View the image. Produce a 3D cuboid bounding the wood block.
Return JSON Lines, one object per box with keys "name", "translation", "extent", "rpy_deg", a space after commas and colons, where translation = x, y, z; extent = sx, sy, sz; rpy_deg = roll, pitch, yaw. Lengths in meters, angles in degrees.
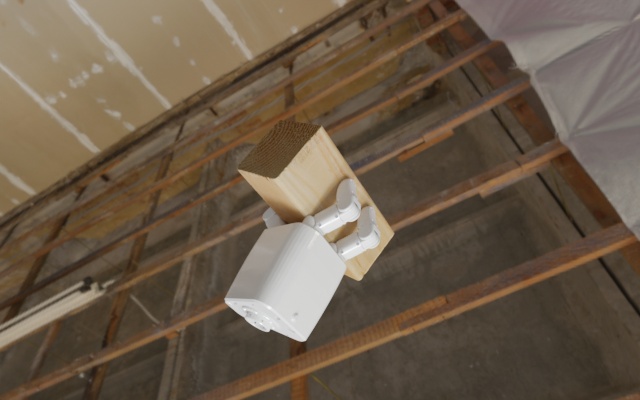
{"name": "wood block", "translation": [0.000, 0.002, 0.628], "extent": [0.091, 0.090, 0.206], "rpy_deg": [17, -28, 48]}
